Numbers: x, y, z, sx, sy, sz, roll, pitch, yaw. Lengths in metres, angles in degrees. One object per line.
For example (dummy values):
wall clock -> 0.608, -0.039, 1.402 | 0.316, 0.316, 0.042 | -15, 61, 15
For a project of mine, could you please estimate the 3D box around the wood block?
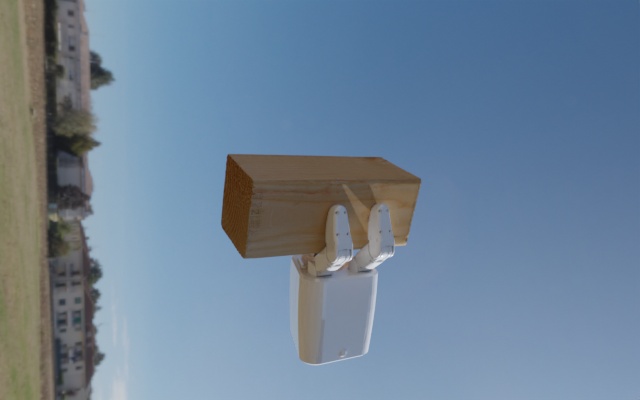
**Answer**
wood block -> 0.000, 0.002, 0.553 | 0.206, 0.090, 0.090 | -2, 22, -28
